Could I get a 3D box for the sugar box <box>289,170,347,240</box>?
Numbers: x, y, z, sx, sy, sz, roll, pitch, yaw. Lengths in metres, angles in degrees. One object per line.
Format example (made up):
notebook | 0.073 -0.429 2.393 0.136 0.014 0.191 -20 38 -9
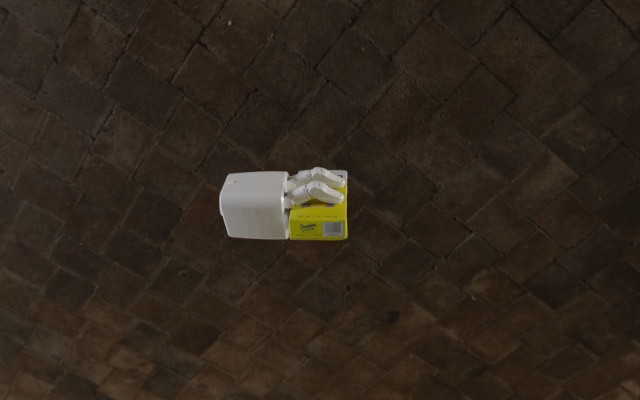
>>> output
sugar box | 0.000 0.002 0.830 0.093 0.048 0.176 0 32 2
